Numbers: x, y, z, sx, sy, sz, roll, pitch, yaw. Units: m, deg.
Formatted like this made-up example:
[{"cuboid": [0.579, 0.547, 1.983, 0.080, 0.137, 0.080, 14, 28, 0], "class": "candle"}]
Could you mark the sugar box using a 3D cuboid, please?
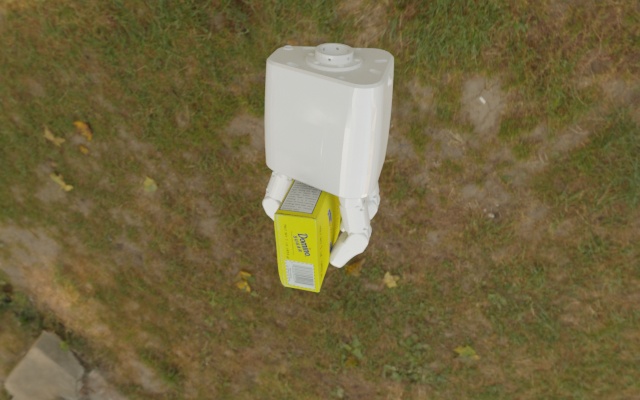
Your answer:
[{"cuboid": [0.001, 0.002, 0.508, 0.048, 0.093, 0.176, 9, 37, 14], "class": "sugar box"}]
